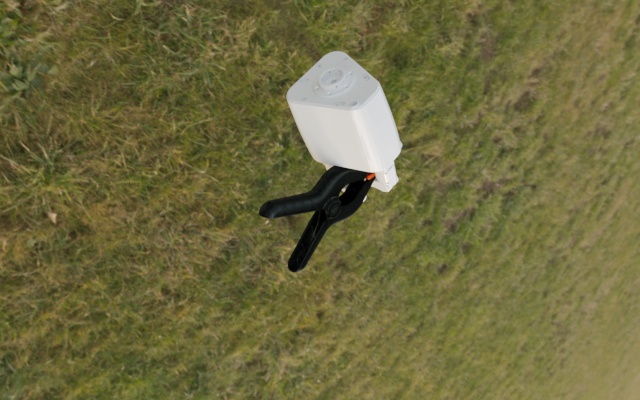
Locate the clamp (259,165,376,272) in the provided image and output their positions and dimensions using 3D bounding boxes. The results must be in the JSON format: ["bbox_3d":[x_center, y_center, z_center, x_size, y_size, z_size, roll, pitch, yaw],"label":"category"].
[{"bbox_3d":[0.001,0.002,0.603,0.039,0.171,0.120,33,-17,36],"label":"clamp"}]
